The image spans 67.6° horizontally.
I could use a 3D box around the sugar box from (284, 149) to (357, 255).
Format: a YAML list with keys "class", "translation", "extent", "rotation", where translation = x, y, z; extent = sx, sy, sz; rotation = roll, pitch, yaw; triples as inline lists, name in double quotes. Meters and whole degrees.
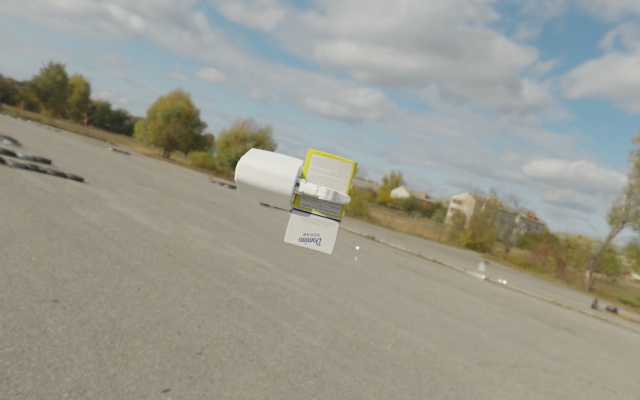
- class: "sugar box"
  translation: [0.000, 0.003, 0.877]
  extent: [0.093, 0.176, 0.048]
  rotation: [16, 1, 0]
